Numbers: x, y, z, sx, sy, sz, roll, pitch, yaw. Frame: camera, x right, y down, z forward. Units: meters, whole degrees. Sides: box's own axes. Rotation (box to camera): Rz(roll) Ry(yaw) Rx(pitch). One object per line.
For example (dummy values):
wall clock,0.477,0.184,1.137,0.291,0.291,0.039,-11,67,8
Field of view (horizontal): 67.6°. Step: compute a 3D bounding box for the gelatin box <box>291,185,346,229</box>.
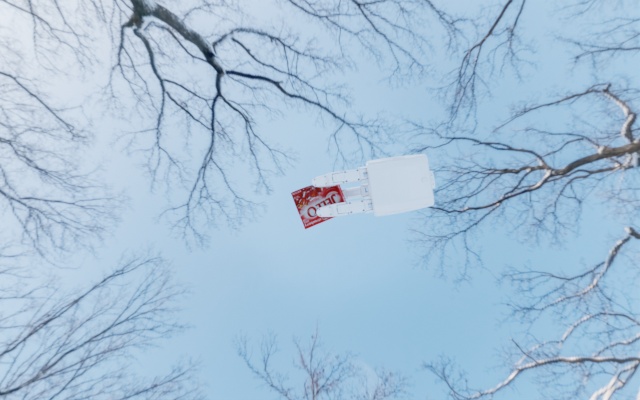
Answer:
gelatin box,0.000,0.003,0.878,0.089,0.073,0.030,-22,-3,11
